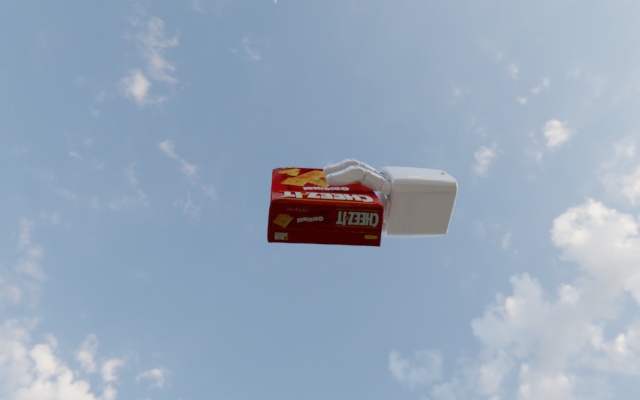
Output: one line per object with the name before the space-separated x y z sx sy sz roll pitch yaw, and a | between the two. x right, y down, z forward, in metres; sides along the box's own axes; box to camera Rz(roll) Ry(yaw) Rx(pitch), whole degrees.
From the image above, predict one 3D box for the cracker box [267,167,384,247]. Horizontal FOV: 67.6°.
cracker box | 0.000 0.003 0.768 0.164 0.072 0.213 2 16 -5
